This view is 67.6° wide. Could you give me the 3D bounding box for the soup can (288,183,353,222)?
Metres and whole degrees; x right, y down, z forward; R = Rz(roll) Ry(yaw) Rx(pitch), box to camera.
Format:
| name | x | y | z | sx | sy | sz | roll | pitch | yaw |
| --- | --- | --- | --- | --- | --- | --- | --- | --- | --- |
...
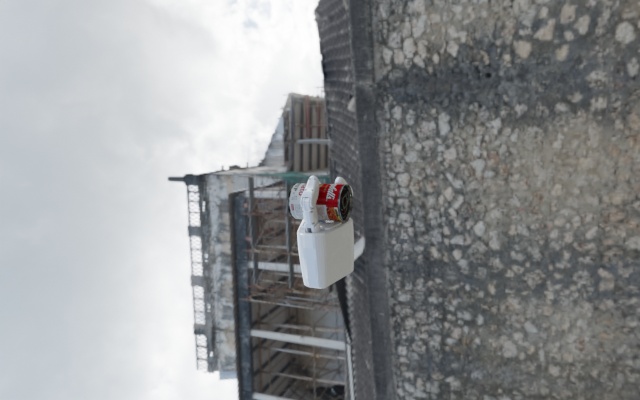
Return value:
| name | x | y | z | sx | sy | sz | roll | pitch | yaw |
| --- | --- | --- | --- | --- | --- | --- | --- | --- | --- |
| soup can | 0.000 | 0.002 | 0.871 | 0.102 | 0.068 | 0.068 | 2 | 1 | 24 |
